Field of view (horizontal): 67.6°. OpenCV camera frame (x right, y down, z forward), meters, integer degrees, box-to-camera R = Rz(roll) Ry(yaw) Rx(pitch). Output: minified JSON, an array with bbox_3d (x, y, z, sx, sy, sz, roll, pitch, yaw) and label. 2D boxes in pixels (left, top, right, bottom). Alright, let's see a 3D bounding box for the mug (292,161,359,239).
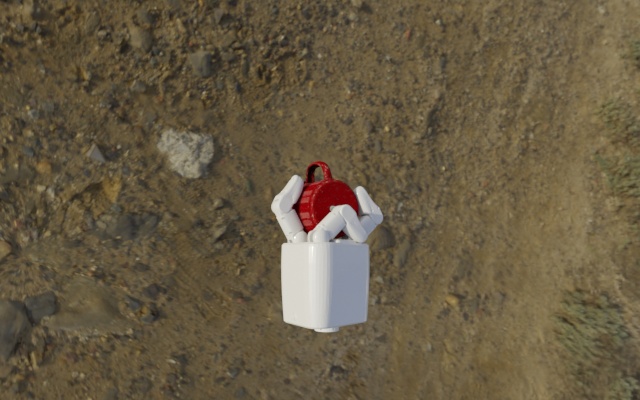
[{"bbox_3d":[0.000,0.001,0.677,0.093,0.117,0.081,3,-6,-32],"label":"mug"}]
